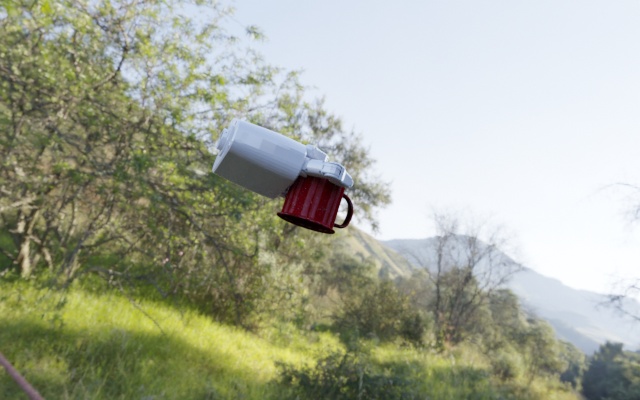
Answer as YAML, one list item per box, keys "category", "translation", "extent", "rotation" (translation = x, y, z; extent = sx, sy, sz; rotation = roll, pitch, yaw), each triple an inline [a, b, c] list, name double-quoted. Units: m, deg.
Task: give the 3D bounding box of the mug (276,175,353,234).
- category: "mug"
  translation: [0.001, 0.003, 0.730]
  extent: [0.117, 0.081, 0.093]
  rotation: [22, -12, -20]
